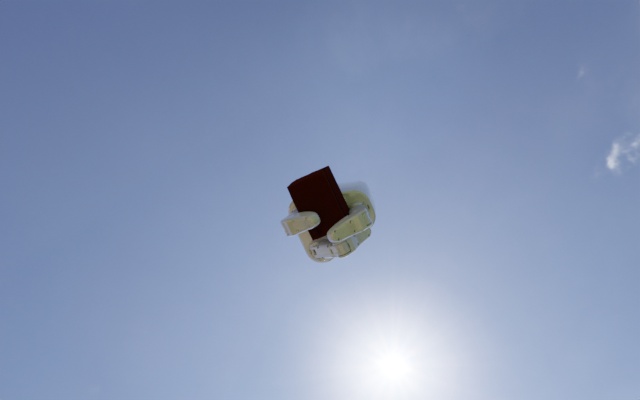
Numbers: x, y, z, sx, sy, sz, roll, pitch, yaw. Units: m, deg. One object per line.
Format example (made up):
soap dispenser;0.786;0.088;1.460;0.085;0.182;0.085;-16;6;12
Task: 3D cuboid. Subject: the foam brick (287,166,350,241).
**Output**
foam brick;0.000;0.002;0.607;0.053;0.078;0.051;-23;8;12
